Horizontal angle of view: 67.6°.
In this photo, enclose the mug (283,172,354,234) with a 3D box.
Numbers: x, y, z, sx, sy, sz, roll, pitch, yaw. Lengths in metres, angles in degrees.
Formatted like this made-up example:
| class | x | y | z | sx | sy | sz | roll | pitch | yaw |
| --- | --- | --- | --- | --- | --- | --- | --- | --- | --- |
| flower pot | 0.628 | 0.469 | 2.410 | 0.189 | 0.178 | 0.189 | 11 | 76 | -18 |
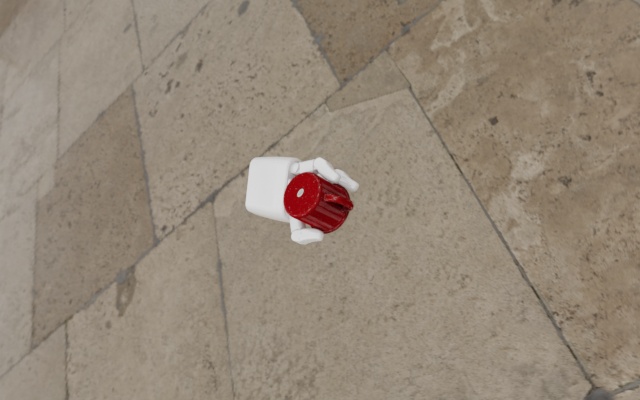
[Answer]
| class | x | y | z | sx | sy | sz | roll | pitch | yaw |
| --- | --- | --- | --- | --- | --- | --- | --- | --- | --- |
| mug | 0.001 | 0.003 | 0.803 | 0.117 | 0.093 | 0.081 | 6 | -14 | 40 |
